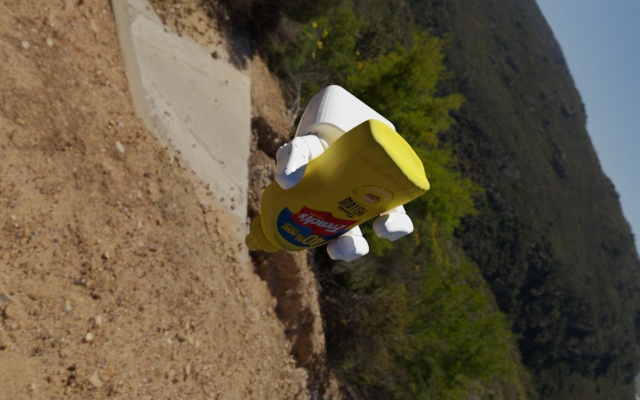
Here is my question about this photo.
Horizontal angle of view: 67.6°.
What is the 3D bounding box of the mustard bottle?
[{"bbox_3d":[0.000,0.002,0.462,0.192,0.058,0.096,-30,-39,26],"label":"mustard bottle"}]
